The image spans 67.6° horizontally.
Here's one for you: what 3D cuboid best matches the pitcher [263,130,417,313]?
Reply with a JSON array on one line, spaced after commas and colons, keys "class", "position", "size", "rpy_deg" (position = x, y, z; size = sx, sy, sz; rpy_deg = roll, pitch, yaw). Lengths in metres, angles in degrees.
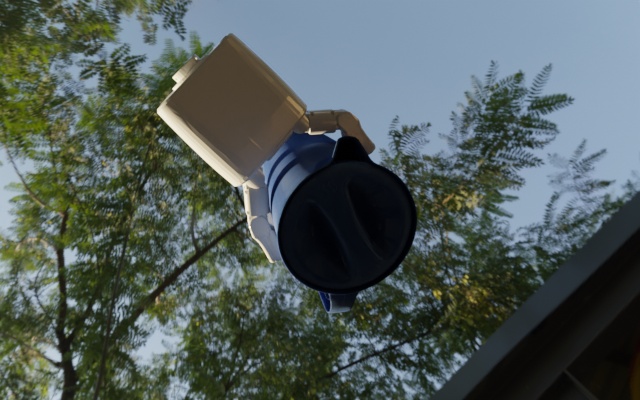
[{"class": "pitcher", "position": [0.000, 0.002, 0.545], "size": [0.145, 0.149, 0.242], "rpy_deg": [42, 5, -22]}]
